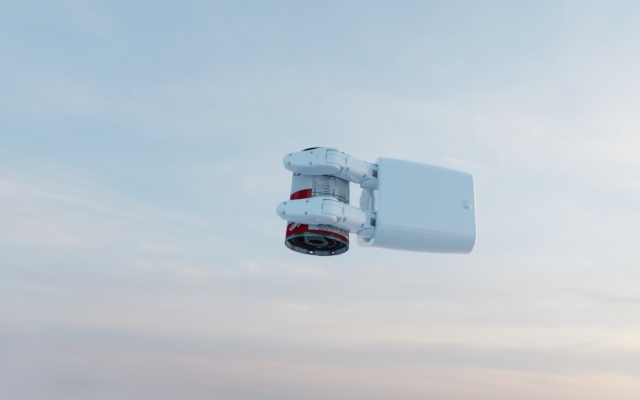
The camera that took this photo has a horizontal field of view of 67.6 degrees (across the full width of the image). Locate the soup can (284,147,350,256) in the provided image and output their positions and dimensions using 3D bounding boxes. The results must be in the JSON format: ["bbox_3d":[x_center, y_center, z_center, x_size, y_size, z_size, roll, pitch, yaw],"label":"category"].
[{"bbox_3d":[0.000,0.001,0.517,0.068,0.102,0.068,4,-23,2],"label":"soup can"}]
